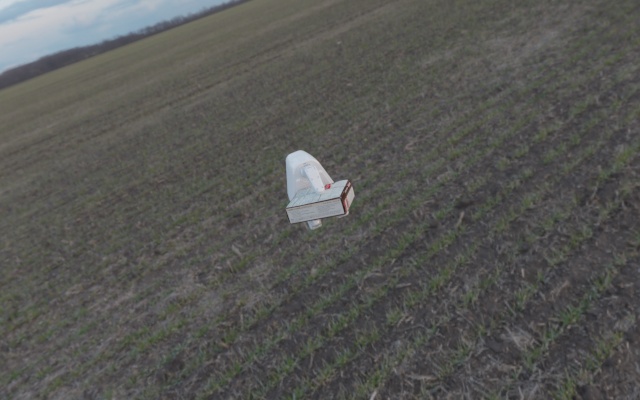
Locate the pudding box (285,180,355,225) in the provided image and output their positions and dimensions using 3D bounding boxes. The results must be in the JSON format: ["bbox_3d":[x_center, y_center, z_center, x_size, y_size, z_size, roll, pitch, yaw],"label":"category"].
[{"bbox_3d":[0.000,0.003,0.891,0.113,0.039,0.090,-13,20,20],"label":"pudding box"}]
